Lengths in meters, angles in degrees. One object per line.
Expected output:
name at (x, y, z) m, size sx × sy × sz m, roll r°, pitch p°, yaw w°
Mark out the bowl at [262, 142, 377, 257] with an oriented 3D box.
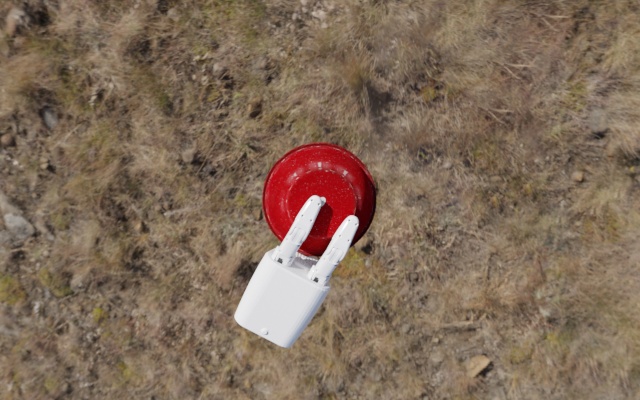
bowl at (0.000, 0.001, 0.646) m, size 0.162 × 0.162 × 0.055 m, roll 0°, pitch 5°, yaw -3°
